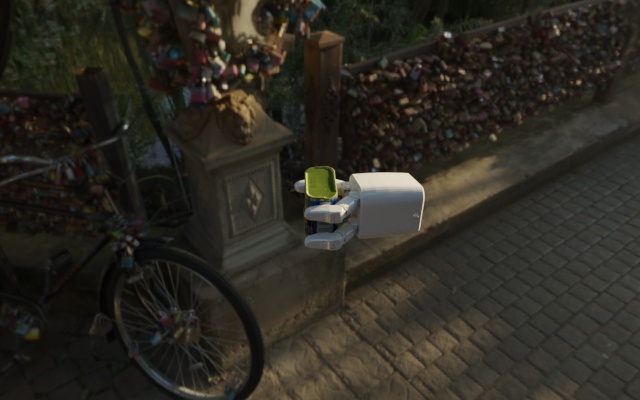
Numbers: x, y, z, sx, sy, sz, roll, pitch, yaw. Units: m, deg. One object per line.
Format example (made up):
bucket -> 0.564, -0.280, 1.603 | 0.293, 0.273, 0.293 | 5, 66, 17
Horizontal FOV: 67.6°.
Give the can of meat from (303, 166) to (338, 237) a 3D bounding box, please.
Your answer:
can of meat -> 0.000, 0.002, 0.801 | 0.057, 0.084, 0.102 | -2, 35, -3
